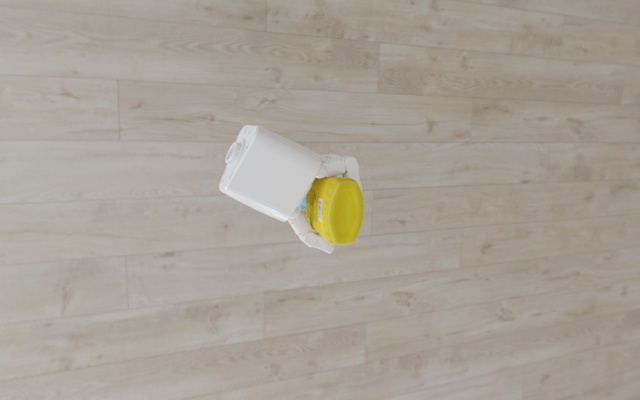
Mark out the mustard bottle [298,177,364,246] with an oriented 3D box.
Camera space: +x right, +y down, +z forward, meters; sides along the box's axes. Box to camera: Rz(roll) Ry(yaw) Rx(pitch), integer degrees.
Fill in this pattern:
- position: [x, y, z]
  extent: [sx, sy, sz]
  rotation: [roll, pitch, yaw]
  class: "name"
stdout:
- position: [0.001, 0.003, 0.750]
  extent: [0.058, 0.096, 0.191]
  rotation: [-3, 11, -22]
  class: "mustard bottle"
